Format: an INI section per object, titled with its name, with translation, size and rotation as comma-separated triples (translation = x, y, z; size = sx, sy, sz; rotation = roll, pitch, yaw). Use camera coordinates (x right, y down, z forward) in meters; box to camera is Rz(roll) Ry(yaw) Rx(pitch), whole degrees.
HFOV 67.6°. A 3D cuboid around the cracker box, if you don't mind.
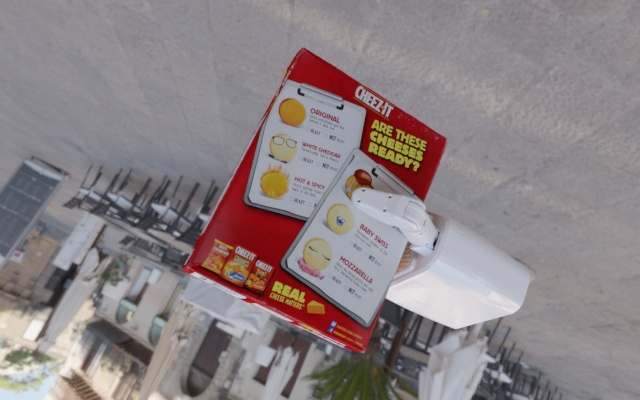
[cracker box]
translation = 0.000, 0.002, 0.431
size = 0.164, 0.213, 0.072
rotation = 29, -18, -15
